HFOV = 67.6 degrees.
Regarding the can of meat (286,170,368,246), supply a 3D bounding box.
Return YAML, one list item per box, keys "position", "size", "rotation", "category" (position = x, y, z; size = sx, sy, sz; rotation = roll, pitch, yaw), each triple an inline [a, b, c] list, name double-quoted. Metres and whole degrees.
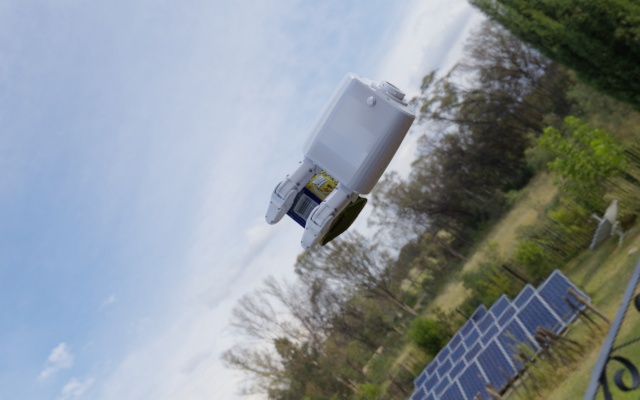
- position: [0.000, 0.002, 0.609]
  size: [0.084, 0.057, 0.102]
  rotation: [38, 26, 14]
  category: "can of meat"
